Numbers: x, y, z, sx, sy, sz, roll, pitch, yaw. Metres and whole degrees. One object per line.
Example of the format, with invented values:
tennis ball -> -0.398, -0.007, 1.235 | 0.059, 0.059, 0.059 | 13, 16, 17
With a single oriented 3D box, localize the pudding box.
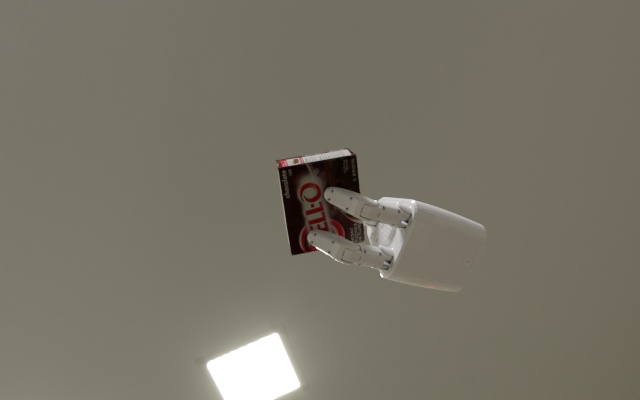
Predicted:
pudding box -> 0.000, 0.002, 0.558 | 0.090, 0.113, 0.039 | -11, 20, -8
